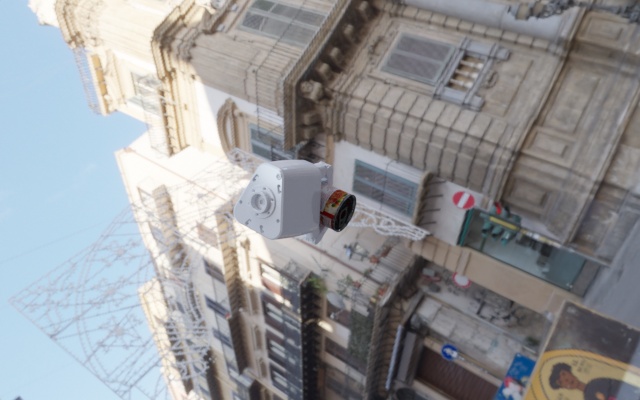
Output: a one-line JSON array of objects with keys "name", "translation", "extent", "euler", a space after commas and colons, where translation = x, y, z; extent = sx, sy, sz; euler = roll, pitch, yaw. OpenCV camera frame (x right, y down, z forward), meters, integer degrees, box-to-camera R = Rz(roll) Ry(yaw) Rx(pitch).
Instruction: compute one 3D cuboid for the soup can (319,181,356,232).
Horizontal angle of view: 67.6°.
[{"name": "soup can", "translation": [0.000, 0.002, 0.810], "extent": [0.102, 0.068, 0.068], "euler": [25, 11, 25]}]
